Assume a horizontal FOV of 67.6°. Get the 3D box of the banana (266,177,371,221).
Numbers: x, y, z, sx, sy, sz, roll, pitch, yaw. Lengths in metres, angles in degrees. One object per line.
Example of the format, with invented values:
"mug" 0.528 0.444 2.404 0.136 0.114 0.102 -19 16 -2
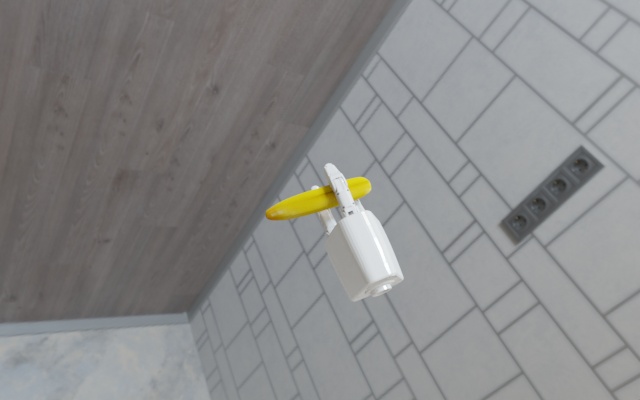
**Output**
"banana" 0.010 -0.003 0.769 0.198 0.037 0.070 -17 -8 -26
